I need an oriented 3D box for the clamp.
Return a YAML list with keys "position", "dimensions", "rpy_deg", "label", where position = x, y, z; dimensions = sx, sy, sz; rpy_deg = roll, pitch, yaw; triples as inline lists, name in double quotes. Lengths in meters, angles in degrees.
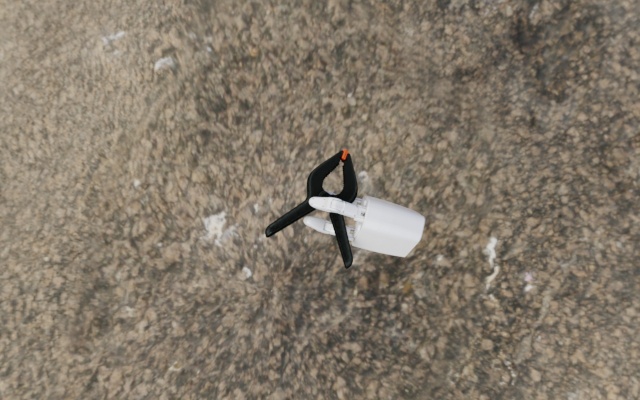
- position: [0.001, 0.002, 0.864]
  dimensions: [0.164, 0.210, 0.036]
  rpy_deg: [15, -12, -2]
  label: "clamp"
